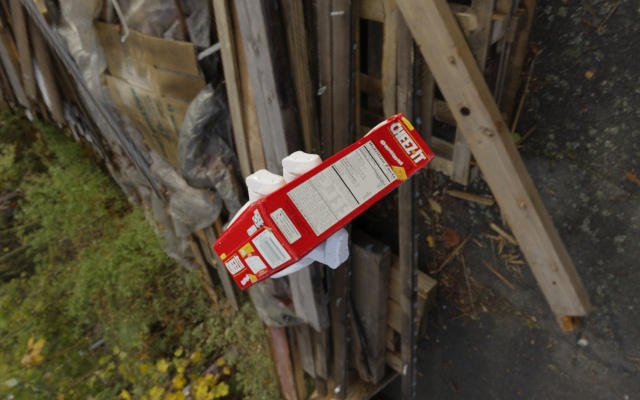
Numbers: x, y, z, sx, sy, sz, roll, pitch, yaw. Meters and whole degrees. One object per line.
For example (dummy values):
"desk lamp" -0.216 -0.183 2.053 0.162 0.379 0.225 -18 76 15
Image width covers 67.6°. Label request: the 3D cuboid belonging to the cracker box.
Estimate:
"cracker box" 0.000 0.002 0.535 0.213 0.072 0.164 -35 -1 -32
